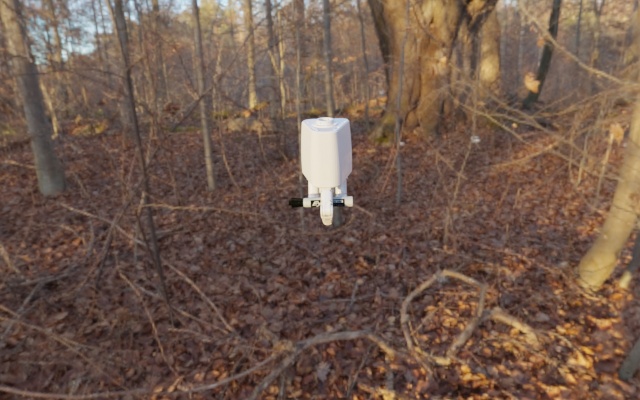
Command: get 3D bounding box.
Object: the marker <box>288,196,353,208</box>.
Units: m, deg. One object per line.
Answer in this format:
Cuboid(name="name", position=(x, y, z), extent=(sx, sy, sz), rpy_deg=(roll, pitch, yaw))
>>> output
Cuboid(name="marker", position=(0.000, 0.003, 0.899), extent=(0.121, 0.020, 0.020), rpy_deg=(-1, 0, 1))
